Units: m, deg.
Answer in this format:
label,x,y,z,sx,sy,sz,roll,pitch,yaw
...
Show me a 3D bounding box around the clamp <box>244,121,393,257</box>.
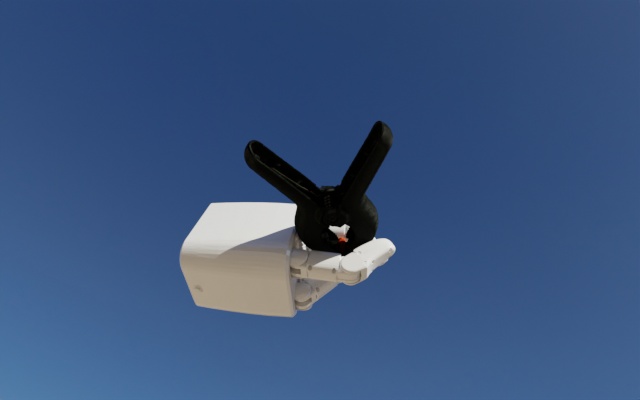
label,x,y,z,sx,sy,sz,roll,pitch,yaw
clamp,0.000,0.001,0.433,0.120,0.172,0.039,3,44,6
